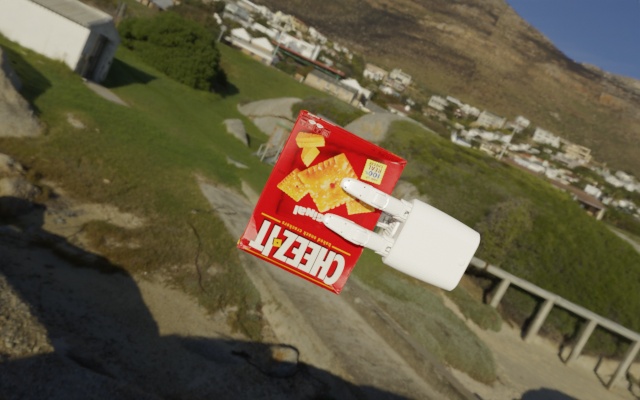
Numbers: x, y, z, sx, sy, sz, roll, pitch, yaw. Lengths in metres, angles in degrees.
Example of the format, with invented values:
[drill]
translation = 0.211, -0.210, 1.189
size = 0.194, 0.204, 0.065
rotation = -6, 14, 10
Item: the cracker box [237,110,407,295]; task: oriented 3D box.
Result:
[cracker box]
translation = 0.000, 0.002, 0.683
size = 0.164, 0.214, 0.072
rotation = 26, 7, -4
